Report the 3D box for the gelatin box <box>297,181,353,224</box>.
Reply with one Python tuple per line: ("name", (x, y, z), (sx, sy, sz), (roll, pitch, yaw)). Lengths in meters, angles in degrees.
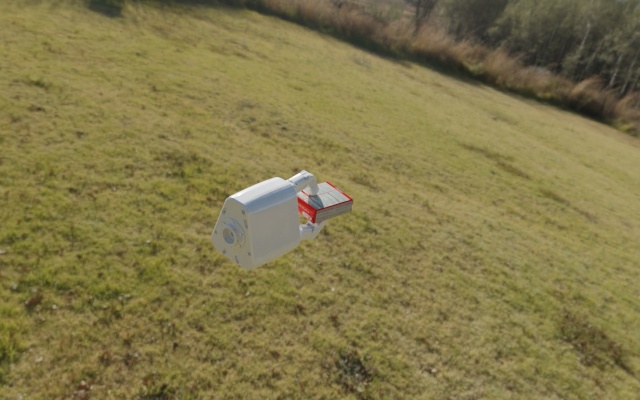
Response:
("gelatin box", (0.000, 0.002, 0.836), (0.089, 0.030, 0.073), (-17, 39, -36))
